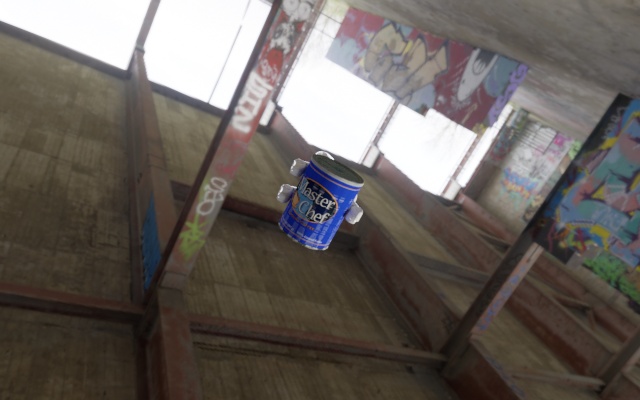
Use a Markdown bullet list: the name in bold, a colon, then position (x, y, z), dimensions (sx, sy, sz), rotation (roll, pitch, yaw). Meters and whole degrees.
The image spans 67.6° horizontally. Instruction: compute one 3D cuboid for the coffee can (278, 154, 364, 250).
- **coffee can**: position (0.000, 0.003, 0.854), dimensions (0.103, 0.140, 0.102), rotation (26, 17, -8)
